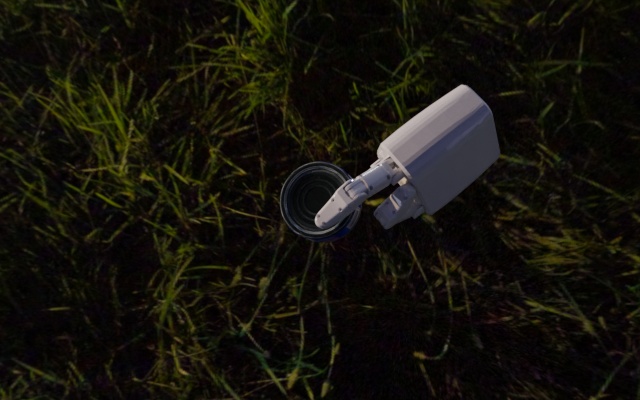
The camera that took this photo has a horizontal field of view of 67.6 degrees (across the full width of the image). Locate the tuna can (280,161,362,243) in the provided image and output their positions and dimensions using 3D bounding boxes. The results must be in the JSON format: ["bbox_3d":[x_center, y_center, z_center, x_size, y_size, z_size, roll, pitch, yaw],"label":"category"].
[{"bbox_3d":[0.000,0.002,0.518,0.086,0.086,0.034,0,-9,15],"label":"tuna can"}]
